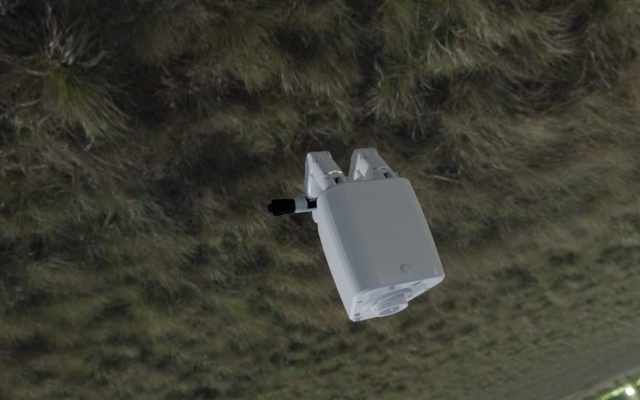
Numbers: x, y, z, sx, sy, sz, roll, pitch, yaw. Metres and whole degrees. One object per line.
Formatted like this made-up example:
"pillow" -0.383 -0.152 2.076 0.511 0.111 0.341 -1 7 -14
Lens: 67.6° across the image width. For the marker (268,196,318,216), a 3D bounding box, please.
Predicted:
"marker" 0.000 0.002 0.537 0.121 0.020 0.020 -7 2 -21
